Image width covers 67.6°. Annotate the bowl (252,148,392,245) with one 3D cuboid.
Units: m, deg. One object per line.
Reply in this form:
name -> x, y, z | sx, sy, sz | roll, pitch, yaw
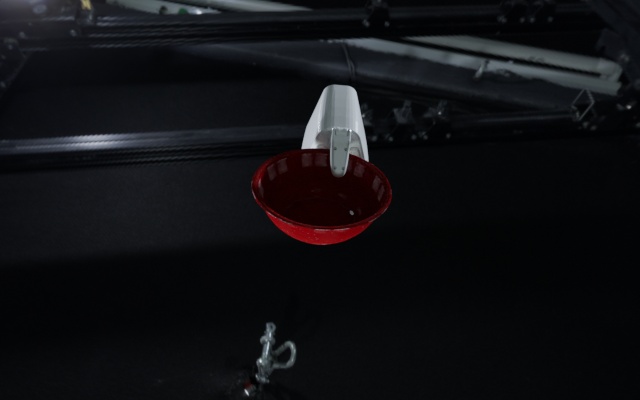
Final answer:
bowl -> 0.000, 0.003, 0.566 | 0.162, 0.055, 0.162 | 4, 37, -3
